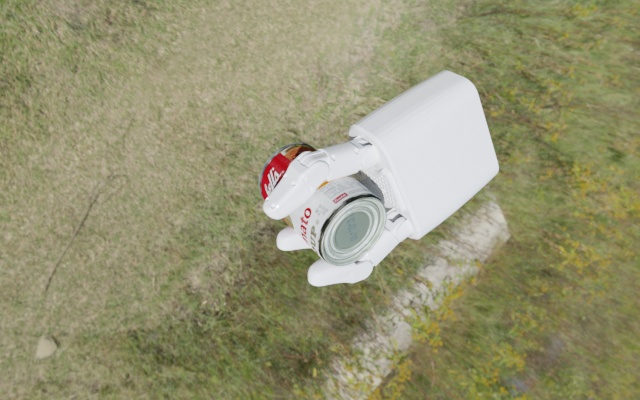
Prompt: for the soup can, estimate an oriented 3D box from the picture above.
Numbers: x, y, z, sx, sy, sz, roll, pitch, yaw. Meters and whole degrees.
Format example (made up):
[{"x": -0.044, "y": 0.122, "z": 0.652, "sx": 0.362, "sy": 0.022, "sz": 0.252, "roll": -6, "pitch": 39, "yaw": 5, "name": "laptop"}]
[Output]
[{"x": 0.000, "y": 0.002, "z": 0.412, "sx": 0.068, "sy": 0.068, "sz": 0.102, "roll": 0, "pitch": 29, "yaw": -39, "name": "soup can"}]
